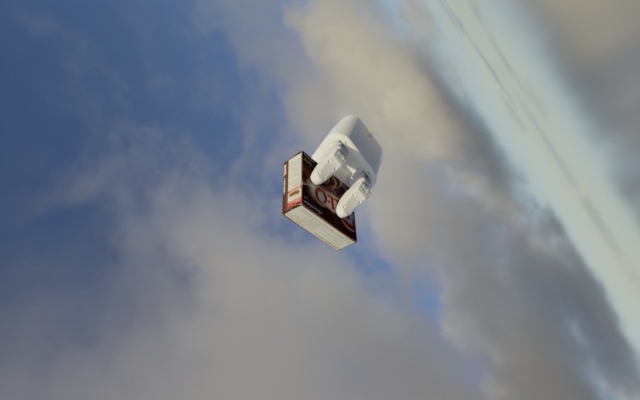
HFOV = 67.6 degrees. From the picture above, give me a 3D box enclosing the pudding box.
[{"bbox_3d":[0.000,0.002,0.627,0.039,0.090,0.113,-31,-47,30],"label":"pudding box"}]
